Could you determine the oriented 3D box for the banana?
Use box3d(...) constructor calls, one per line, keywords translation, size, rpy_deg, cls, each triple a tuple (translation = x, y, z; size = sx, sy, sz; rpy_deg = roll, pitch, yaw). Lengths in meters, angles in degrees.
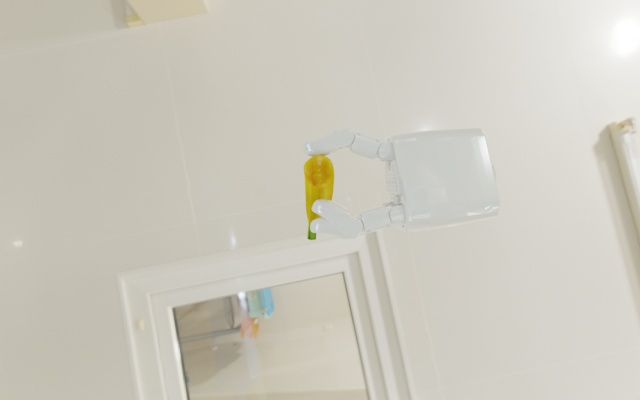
box3d(translation=(-0.001, -0.014, 0.580), size=(0.037, 0.069, 0.198), rpy_deg=(-3, -23, -2), cls="banana")
